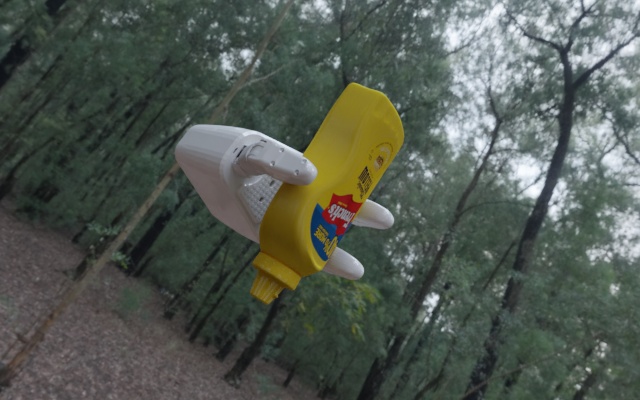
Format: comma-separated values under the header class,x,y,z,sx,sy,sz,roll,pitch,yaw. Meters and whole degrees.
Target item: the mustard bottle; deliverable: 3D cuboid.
class,x,y,z,sx,sy,sz,roll,pitch,yaw
mustard bottle,0.000,0.001,0.406,0.058,0.191,0.096,27,-15,24
